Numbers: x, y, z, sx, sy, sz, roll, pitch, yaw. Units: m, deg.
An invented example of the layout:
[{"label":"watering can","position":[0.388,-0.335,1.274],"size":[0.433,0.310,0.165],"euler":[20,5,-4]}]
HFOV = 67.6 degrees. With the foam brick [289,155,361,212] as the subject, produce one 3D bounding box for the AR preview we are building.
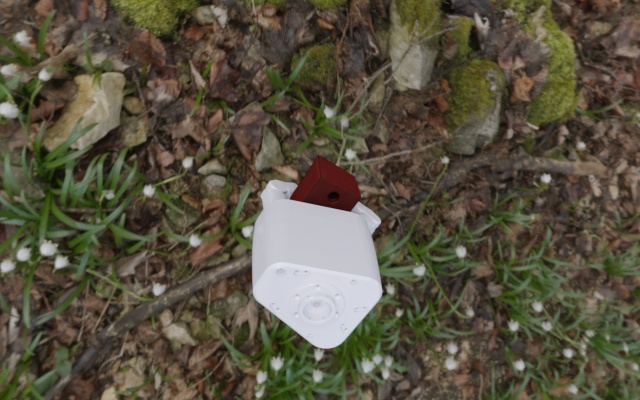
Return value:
[{"label":"foam brick","position":[0.000,0.001,0.527],"size":[0.053,0.078,0.051],"euler":[27,24,-19]}]
